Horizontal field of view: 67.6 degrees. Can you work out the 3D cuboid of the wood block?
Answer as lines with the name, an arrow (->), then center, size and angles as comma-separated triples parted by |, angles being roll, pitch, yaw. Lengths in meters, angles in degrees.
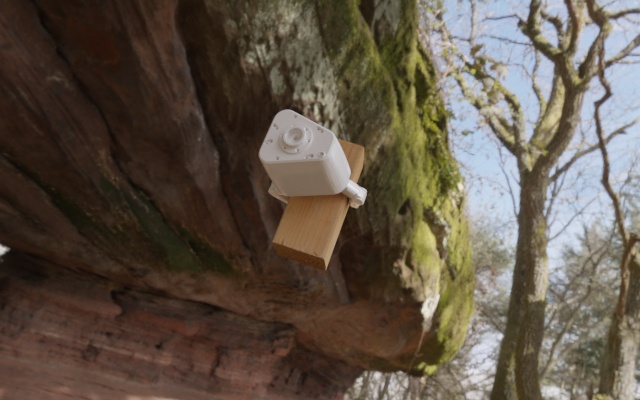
wood block -> 0.000, 0.003, 0.816 | 0.091, 0.206, 0.090 | 18, -19, 9
